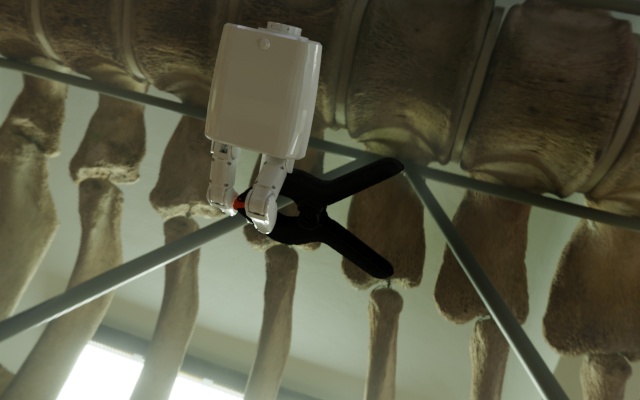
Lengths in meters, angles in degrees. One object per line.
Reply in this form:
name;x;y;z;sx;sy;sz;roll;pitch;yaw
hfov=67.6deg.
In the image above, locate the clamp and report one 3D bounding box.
clamp;0.000;0.001;0.464;0.171;0.120;0.039;15;17;10
